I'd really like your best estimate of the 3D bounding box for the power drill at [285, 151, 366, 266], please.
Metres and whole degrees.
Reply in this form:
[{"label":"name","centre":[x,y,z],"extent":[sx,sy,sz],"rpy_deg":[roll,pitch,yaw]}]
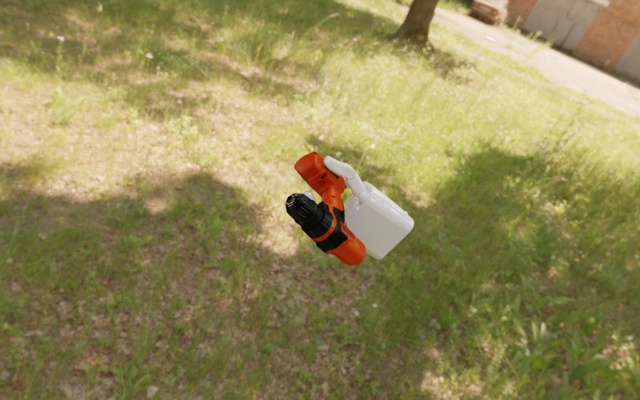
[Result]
[{"label":"power drill","centre":[0.000,0.002,0.806],"extent":[0.057,0.187,0.184],"rpy_deg":[-31,-50,19]}]
